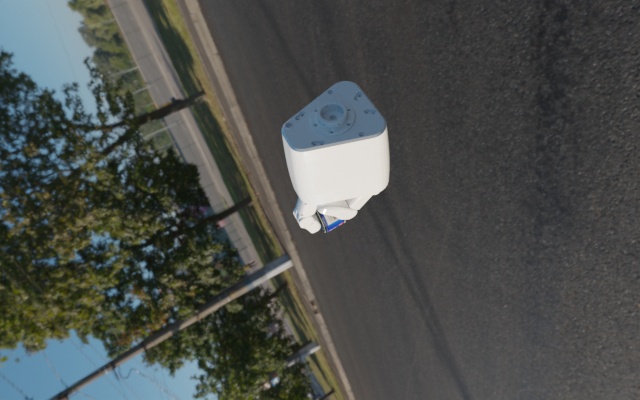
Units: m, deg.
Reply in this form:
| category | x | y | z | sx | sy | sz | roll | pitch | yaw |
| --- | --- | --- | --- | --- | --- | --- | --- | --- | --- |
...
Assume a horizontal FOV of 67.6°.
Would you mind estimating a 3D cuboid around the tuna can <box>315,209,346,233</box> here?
| category | x | y | z | sx | sy | sz | roll | pitch | yaw |
| --- | --- | --- | --- | --- | --- | --- | --- | --- | --- |
| tuna can | 0.000 | 0.003 | 0.678 | 0.034 | 0.086 | 0.086 | -30 | 4 | -8 |
